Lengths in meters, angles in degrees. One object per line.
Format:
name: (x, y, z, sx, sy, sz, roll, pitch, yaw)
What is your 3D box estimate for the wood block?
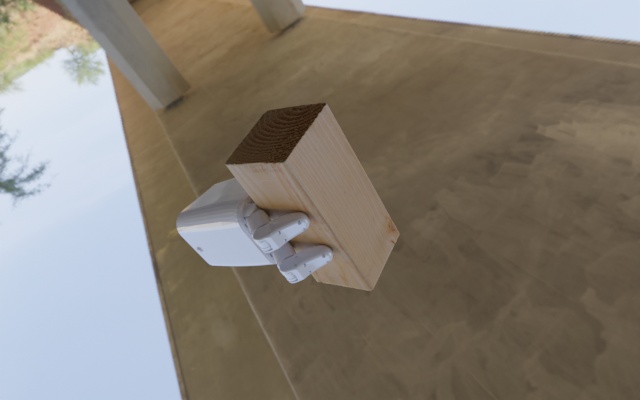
wood block: (0.000, 0.002, 0.544, 0.090, 0.090, 0.206, 2, -41, 39)
